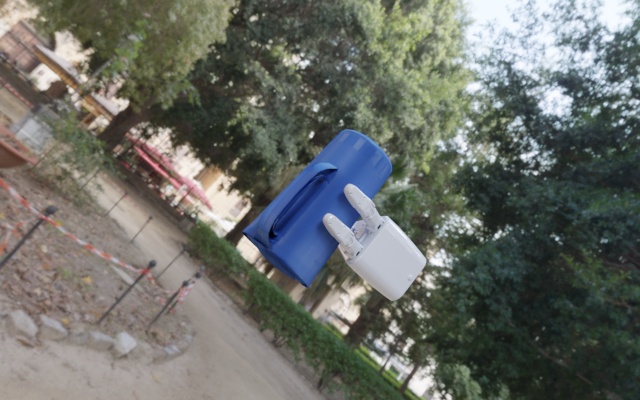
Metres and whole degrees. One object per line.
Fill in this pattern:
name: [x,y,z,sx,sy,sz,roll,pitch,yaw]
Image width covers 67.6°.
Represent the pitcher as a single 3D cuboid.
pitcher: [0.000,0.003,0.747,0.145,0.243,0.149,44,-13,-17]
